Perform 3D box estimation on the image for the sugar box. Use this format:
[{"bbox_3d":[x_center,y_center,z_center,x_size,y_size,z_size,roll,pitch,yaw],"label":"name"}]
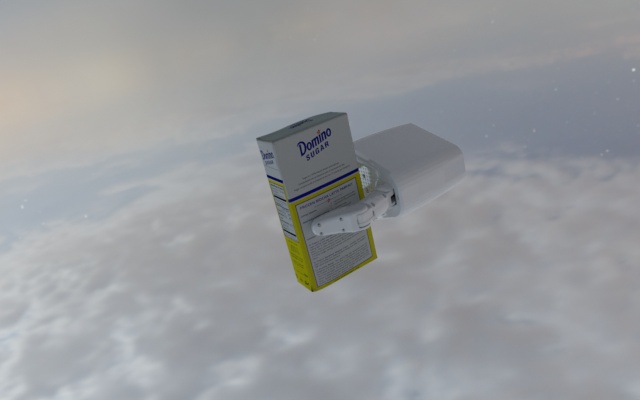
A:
[{"bbox_3d":[0.000,0.002,0.517,0.093,0.176,0.048,-25,23,-27],"label":"sugar box"}]
